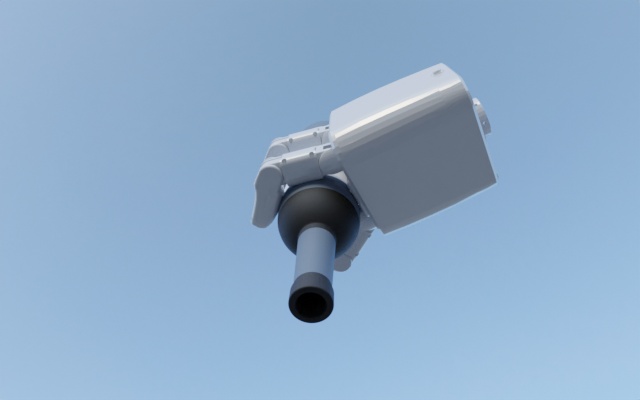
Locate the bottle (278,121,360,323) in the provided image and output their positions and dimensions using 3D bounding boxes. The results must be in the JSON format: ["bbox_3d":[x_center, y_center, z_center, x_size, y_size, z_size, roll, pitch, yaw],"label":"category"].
[{"bbox_3d":[0.000,0.001,0.416,0.069,0.069,0.295,0,25,2],"label":"bottle"}]
